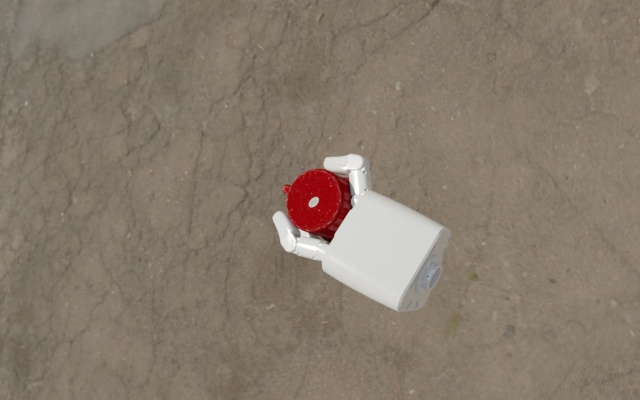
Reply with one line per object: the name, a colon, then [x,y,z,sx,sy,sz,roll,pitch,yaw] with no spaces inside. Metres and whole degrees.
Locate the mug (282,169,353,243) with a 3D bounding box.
mug: [-0.001,0.001,0.625,0.117,0.093,0.081,25,2,31]
